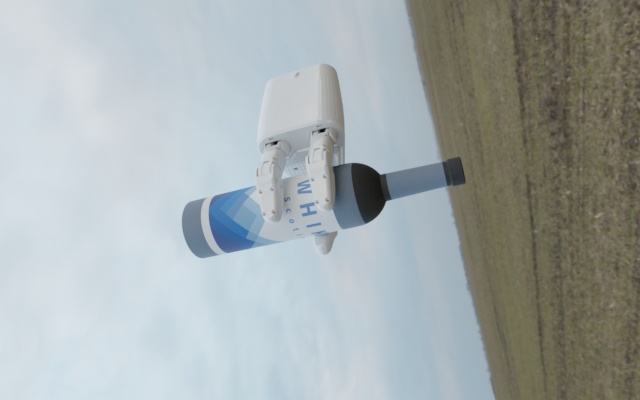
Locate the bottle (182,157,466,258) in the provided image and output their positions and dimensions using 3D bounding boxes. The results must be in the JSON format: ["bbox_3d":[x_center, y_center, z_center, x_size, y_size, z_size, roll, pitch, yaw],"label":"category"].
[{"bbox_3d":[0.000,0.002,0.503,0.296,0.069,0.069,-13,-3,15],"label":"bottle"}]
